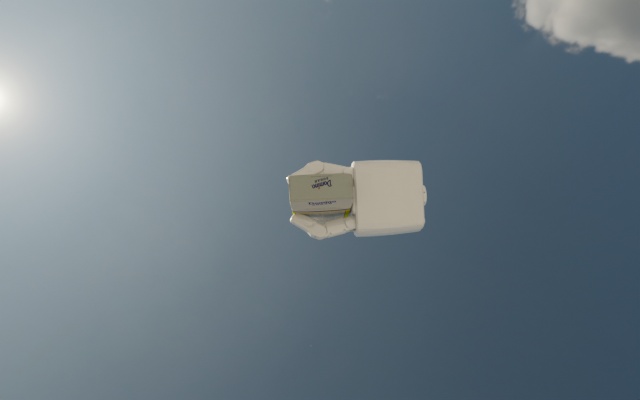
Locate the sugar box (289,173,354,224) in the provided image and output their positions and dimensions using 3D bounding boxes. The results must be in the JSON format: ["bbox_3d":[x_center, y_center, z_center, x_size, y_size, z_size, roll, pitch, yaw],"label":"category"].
[{"bbox_3d":[0.000,0.002,0.757,0.093,0.048,0.176,-3,-17,-2],"label":"sugar box"}]
